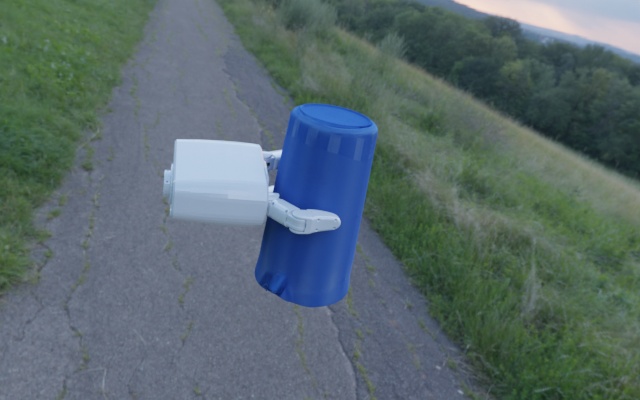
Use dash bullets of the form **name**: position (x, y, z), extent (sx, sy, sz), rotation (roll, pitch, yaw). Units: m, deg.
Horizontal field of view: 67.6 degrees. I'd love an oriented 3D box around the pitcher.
- **pitcher**: position (0.000, 0.002, 0.629), extent (0.145, 0.243, 0.149), rotation (4, 26, -19)
